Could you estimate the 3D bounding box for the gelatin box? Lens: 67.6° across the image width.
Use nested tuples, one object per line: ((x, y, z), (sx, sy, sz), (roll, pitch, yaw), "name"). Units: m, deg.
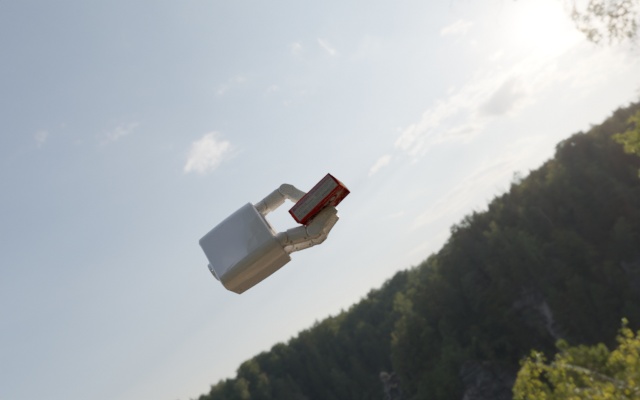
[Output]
((0.000, 0.002, 0.748), (0.089, 0.030, 0.073), (-44, -18, 6), "gelatin box")
